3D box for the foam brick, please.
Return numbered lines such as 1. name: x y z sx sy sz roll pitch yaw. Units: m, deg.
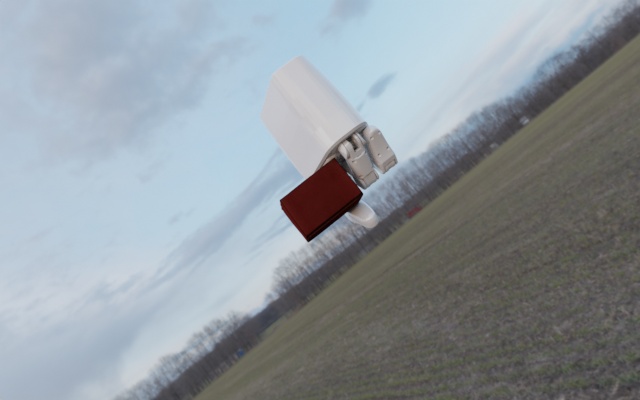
1. foam brick: 0.000 0.002 0.526 0.078 0.051 0.053 -38 -8 -9
